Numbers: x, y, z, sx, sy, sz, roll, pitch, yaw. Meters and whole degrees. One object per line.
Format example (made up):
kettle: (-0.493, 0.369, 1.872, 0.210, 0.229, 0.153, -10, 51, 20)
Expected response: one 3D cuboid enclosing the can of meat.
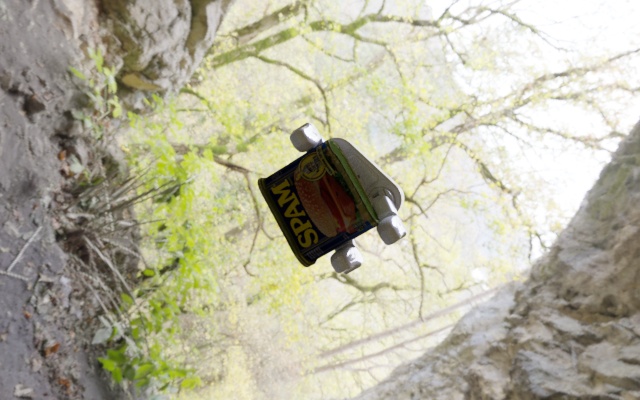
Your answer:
can of meat: (0.000, 0.001, 0.476, 0.084, 0.102, 0.057, -31, -8, 12)
